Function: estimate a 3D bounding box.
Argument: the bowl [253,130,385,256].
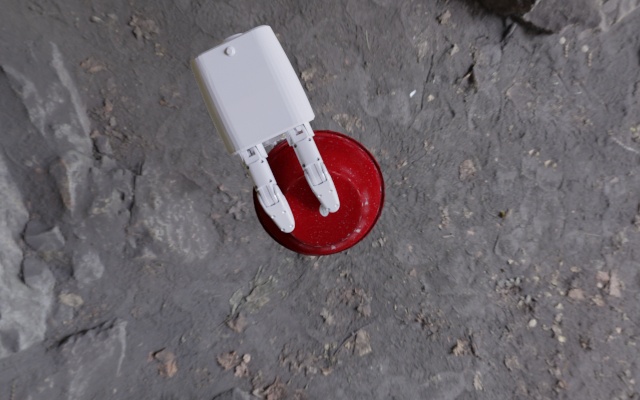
[{"bbox_3d":[0.001,0.003,0.559,0.162,0.162,0.055,0,18,-4],"label":"bowl"}]
